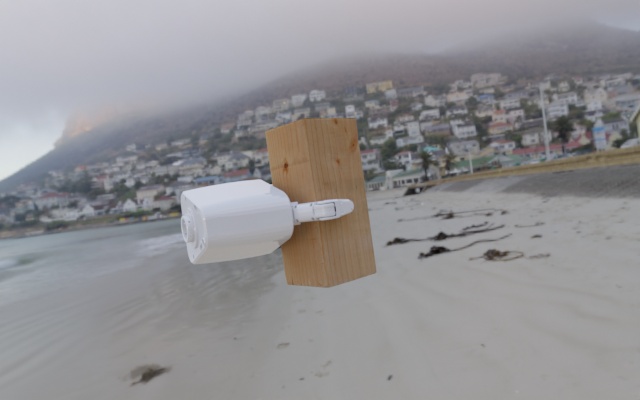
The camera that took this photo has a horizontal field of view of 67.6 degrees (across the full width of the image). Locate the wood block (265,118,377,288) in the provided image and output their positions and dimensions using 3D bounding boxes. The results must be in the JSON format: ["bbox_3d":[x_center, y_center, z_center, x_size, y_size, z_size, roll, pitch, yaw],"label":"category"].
[{"bbox_3d":[0.000,0.002,0.630,0.090,0.206,0.091,-9,1,-41],"label":"wood block"}]
